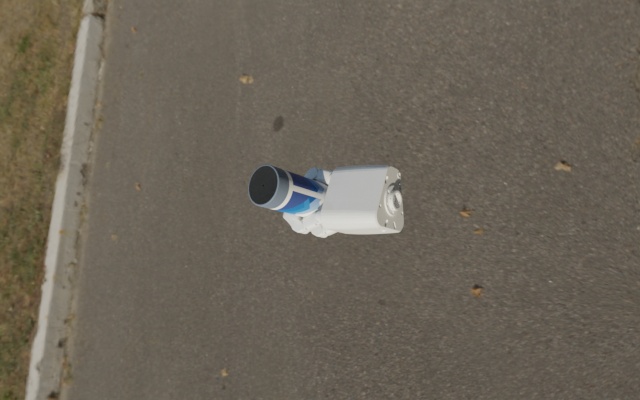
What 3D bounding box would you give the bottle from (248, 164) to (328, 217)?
[{"bbox_3d":[0.000,0.003,0.854,0.069,0.069,0.296,0,-10,38],"label":"bottle"}]
